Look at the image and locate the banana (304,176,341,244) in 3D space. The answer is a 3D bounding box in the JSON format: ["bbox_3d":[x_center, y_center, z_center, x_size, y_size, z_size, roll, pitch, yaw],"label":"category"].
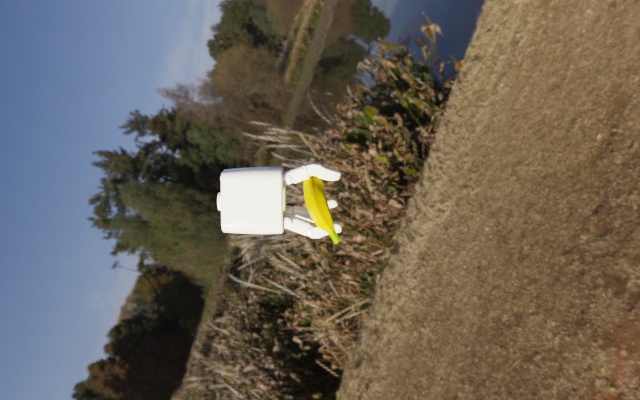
[{"bbox_3d":[-0.006,-0.008,0.838,0.037,0.070,0.197,-20,39,7],"label":"banana"}]
